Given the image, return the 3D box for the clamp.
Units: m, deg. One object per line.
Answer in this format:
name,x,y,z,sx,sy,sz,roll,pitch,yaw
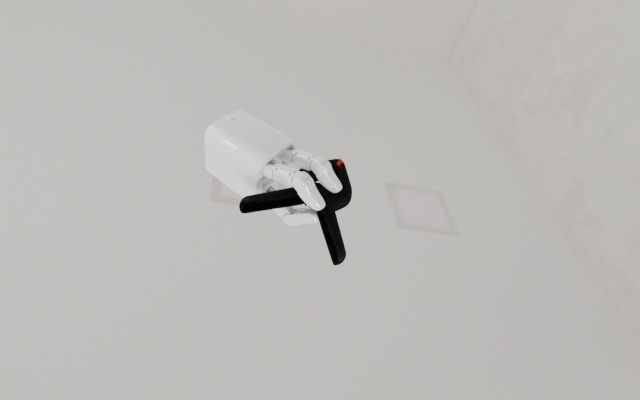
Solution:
clamp,0.000,0.003,0.723,0.164,0.036,0.210,34,41,10
